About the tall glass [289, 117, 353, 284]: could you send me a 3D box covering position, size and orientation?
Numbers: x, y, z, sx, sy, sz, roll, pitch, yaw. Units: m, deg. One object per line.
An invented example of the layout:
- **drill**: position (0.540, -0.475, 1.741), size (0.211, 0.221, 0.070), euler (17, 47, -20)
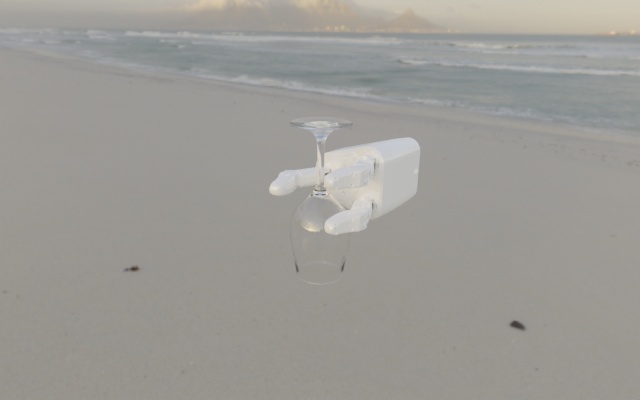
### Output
- **tall glass**: position (0.000, 0.001, 0.596), size (0.079, 0.201, 0.079), euler (1, 19, 0)
